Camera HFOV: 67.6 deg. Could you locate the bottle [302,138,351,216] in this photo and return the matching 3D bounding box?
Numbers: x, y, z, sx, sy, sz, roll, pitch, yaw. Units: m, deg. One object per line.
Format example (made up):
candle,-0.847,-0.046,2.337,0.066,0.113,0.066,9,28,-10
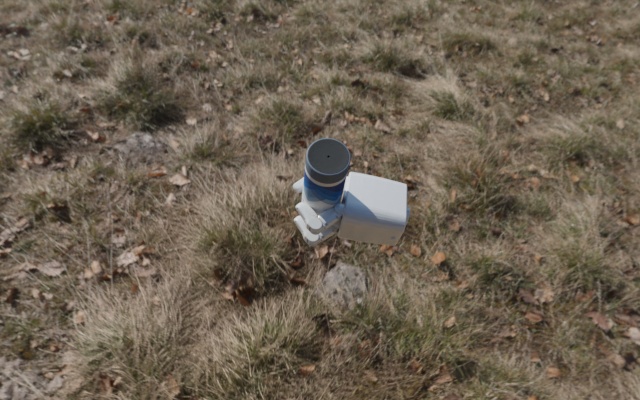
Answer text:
bottle,0.000,0.003,0.835,0.069,0.069,0.296,0,-28,-5
